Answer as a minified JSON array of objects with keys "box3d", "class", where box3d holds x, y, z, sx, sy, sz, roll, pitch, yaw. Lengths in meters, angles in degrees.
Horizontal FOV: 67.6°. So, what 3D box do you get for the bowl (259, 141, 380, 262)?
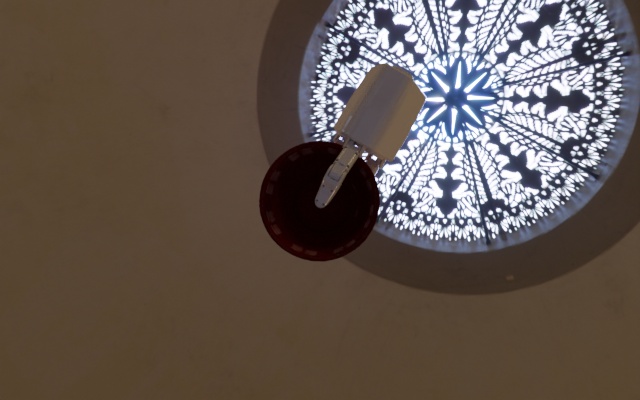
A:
[{"box3d":[-0.001,0.003,0.660,0.162,0.162,0.055,0,-5,5],"class":"bowl"}]
